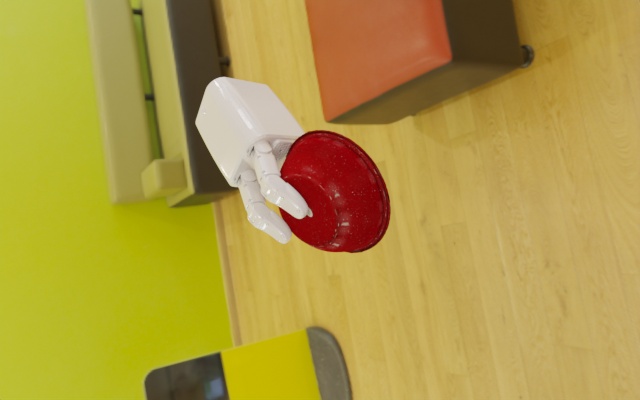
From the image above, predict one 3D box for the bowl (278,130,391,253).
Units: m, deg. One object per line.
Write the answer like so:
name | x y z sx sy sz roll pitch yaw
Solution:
bowl | 0.001 0.003 0.563 0.162 0.162 0.055 0 24 42
